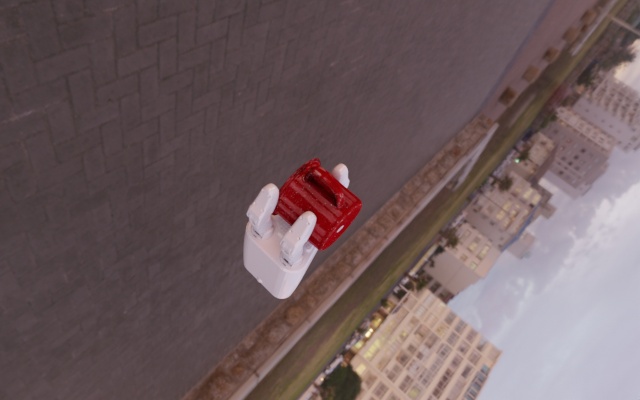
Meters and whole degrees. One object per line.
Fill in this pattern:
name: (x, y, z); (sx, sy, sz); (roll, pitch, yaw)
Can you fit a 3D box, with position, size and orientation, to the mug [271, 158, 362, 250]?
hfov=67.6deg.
mug: (0.001, 0.001, 0.588); (0.093, 0.081, 0.117); (-42, -14, -30)
